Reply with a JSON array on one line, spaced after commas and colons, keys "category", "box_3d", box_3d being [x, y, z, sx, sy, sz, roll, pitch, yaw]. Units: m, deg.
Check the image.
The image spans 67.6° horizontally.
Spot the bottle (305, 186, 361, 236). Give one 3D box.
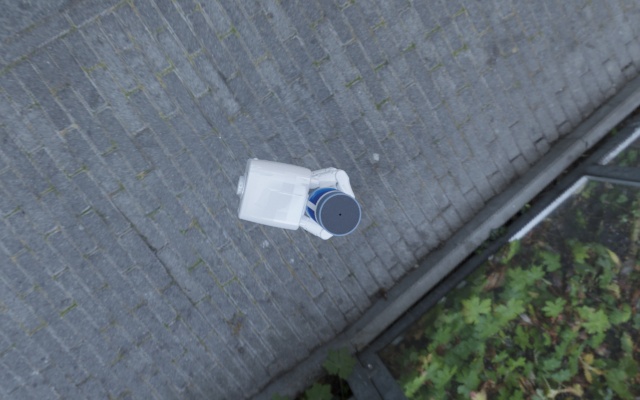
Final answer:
[{"category": "bottle", "box_3d": [0.000, 0.003, 0.866, 0.069, 0.069, 0.295, 0, 7, -12]}]
